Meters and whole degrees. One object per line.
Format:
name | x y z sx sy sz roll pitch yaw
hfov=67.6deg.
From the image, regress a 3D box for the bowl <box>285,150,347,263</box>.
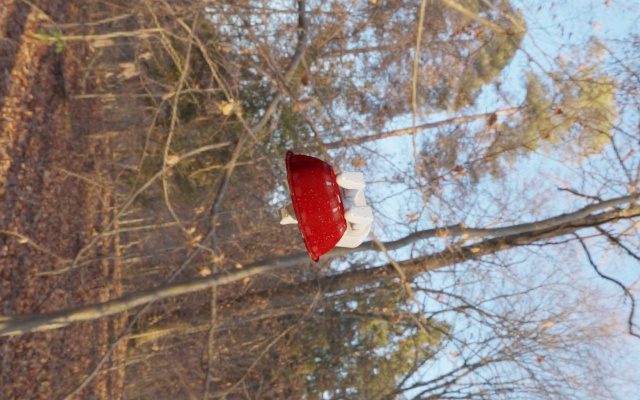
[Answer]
bowl | 0.000 0.002 0.663 0.055 0.162 0.162 -14 -2 6
